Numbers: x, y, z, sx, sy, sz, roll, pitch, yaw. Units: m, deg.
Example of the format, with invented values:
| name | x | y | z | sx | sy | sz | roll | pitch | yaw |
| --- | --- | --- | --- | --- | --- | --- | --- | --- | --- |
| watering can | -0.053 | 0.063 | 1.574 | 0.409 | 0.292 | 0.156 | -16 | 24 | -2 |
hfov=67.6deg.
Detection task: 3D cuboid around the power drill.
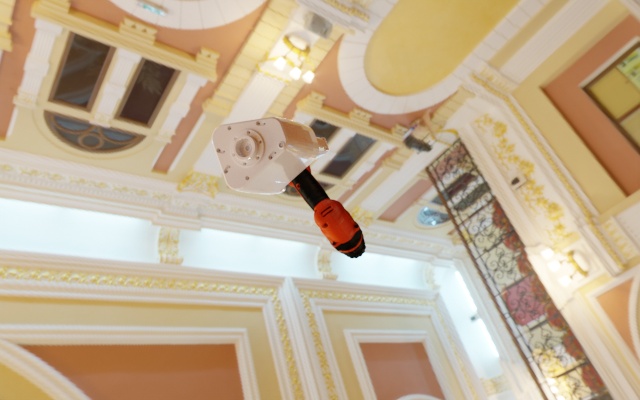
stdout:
| name | x | y | z | sx | sy | sz | roll | pitch | yaw |
| --- | --- | --- | --- | --- | --- | --- | --- | --- | --- |
| power drill | 0.000 | 0.002 | 0.766 | 0.057 | 0.187 | 0.184 | -38 | -28 | -3 |
